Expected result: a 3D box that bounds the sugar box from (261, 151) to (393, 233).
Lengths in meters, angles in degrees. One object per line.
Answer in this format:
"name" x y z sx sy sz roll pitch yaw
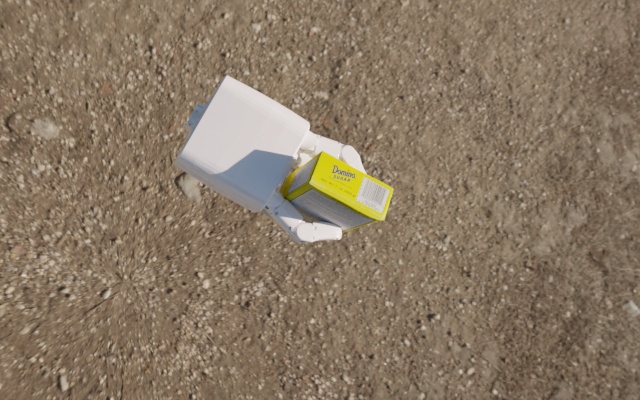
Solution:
"sugar box" 0.000 0.001 0.568 0.093 0.048 0.176 27 -18 -16
